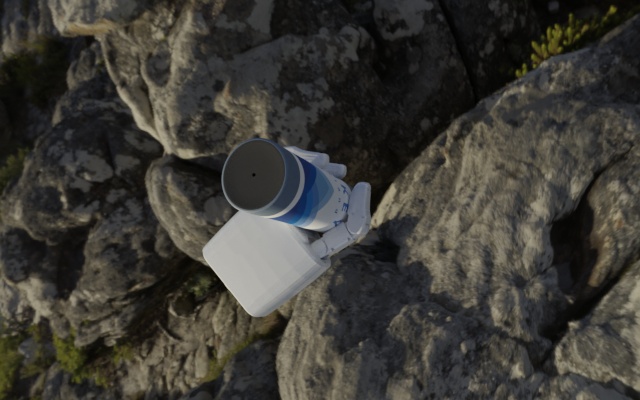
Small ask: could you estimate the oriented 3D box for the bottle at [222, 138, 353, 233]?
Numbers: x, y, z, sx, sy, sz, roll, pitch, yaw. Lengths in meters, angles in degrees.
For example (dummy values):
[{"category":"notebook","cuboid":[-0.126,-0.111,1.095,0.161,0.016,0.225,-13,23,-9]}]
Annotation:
[{"category":"bottle","cuboid":[0.000,0.002,0.544,0.069,0.069,0.296,0,-9,24]}]
